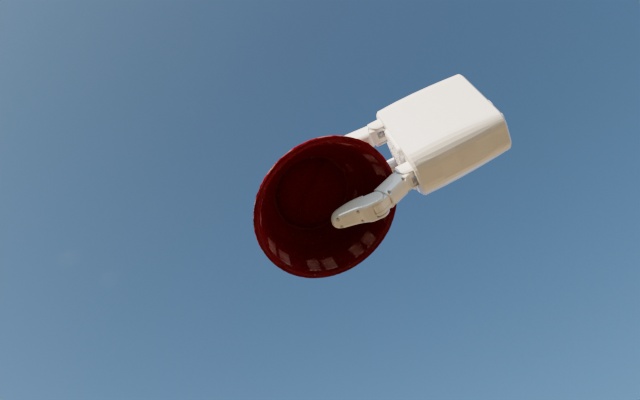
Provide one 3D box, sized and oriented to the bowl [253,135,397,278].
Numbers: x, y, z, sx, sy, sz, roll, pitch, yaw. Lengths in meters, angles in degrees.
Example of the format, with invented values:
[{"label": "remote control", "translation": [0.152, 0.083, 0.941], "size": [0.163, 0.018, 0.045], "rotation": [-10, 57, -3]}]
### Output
[{"label": "bowl", "translation": [-0.001, 0.002, 0.521], "size": [0.162, 0.162, 0.055], "rotation": [0, 21, -23]}]
